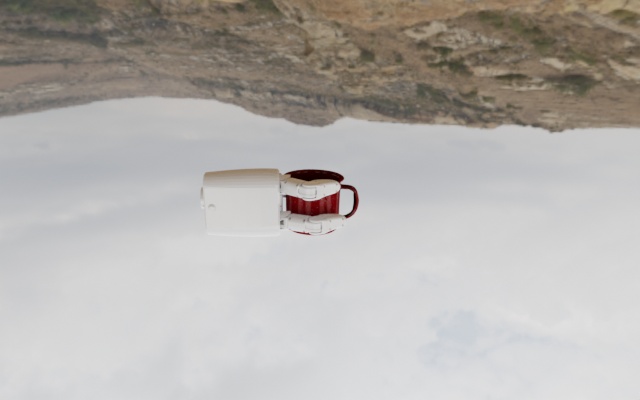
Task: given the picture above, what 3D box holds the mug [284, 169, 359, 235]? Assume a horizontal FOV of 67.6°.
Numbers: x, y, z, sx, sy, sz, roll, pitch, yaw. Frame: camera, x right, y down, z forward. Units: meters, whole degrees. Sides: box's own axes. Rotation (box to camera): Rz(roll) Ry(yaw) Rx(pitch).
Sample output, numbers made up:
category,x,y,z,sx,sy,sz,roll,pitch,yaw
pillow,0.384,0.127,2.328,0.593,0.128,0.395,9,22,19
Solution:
category,x,y,z,sx,sy,sz,roll,pitch,yaw
mug,0.002,0.003,0.728,0.117,0.081,0.093,0,18,-4
